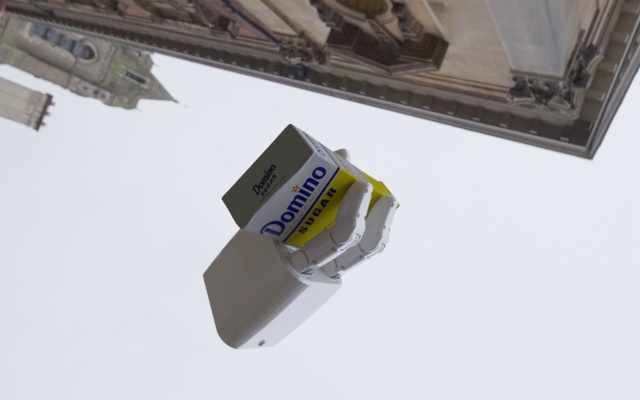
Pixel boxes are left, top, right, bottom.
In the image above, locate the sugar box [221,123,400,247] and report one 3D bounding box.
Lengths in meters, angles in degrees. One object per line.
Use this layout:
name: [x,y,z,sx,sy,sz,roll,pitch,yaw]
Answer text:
sugar box: [0.000,0.002,0.459,0.093,0.048,0.176,-46,-31,14]
